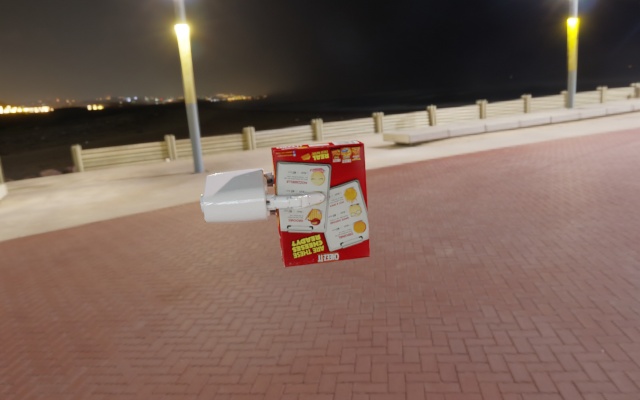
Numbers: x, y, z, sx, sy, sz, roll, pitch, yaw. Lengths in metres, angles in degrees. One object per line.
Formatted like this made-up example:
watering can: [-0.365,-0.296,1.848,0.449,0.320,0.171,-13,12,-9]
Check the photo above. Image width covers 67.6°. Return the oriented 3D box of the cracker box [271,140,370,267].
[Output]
cracker box: [0.000,0.003,0.878,0.164,0.214,0.072,-6,13,-7]
